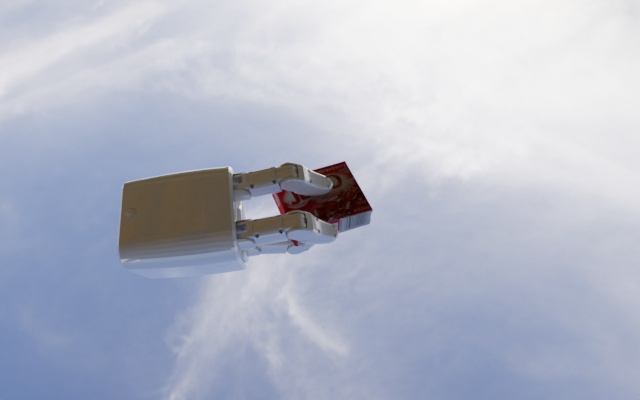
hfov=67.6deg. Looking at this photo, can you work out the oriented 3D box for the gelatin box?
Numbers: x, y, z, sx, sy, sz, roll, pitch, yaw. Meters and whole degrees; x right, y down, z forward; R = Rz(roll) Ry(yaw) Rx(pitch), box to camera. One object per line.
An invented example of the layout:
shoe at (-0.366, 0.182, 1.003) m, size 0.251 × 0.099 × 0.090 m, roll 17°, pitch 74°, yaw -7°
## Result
gelatin box at (0.000, 0.002, 0.509) m, size 0.089 × 0.073 × 0.030 m, roll -16°, pitch -36°, yaw -15°
